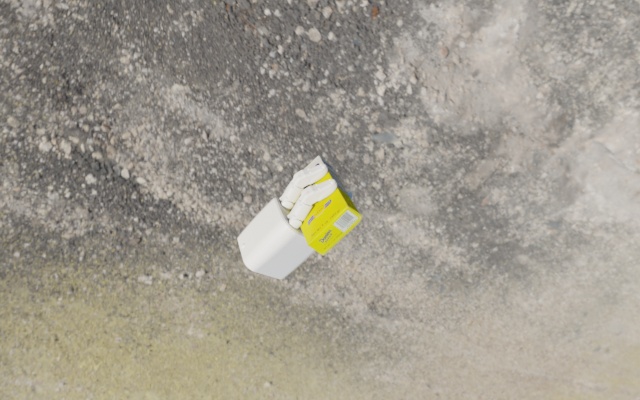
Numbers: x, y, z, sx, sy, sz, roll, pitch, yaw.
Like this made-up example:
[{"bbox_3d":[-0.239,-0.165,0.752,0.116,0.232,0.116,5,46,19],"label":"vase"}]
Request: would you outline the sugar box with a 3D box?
[{"bbox_3d":[0.000,0.003,0.818,0.048,0.093,0.176,38,14,-36],"label":"sugar box"}]
